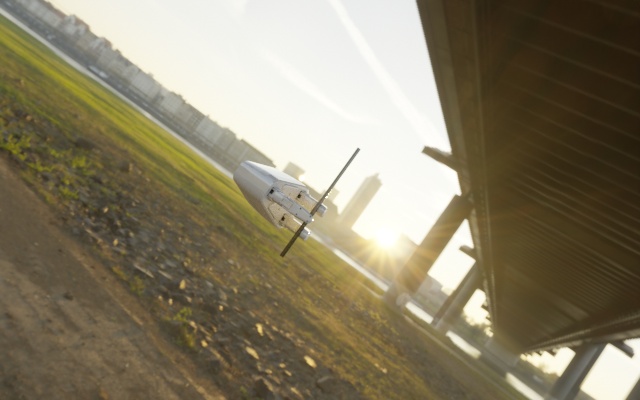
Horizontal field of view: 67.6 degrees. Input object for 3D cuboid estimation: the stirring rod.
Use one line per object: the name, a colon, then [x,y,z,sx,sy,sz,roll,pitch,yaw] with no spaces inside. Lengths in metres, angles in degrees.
stirring rod: [0.000,0.003,0.860,0.011,0.239,0.011,36,-3,2]
